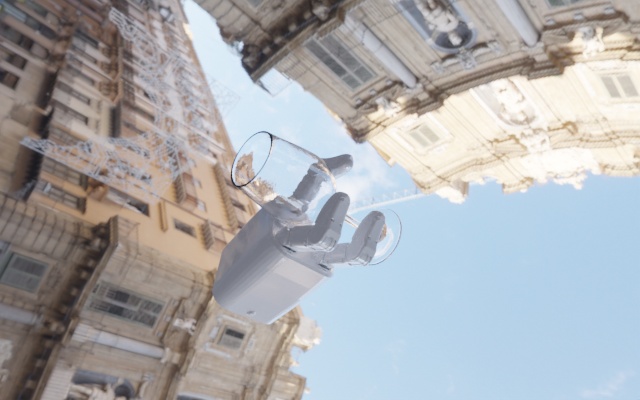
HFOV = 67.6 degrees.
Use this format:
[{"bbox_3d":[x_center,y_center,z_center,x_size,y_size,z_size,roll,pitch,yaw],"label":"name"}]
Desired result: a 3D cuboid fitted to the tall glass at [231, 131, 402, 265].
[{"bbox_3d":[0.001,0.002,0.519,0.201,0.079,0.079,32,-21,-37],"label":"tall glass"}]
